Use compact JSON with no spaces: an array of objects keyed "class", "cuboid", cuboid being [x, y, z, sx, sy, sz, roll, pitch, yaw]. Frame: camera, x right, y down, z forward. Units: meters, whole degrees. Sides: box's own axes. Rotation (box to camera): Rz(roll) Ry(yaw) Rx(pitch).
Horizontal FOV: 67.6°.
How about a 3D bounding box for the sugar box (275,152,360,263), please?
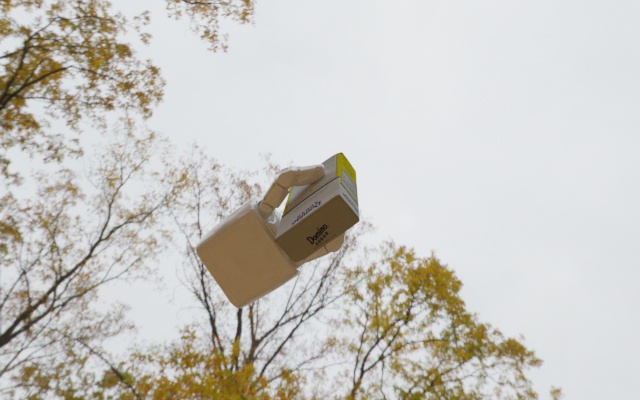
[{"class":"sugar box","cuboid":[0.000,0.002,0.597,0.093,0.048,0.176,-35,18,16]}]
